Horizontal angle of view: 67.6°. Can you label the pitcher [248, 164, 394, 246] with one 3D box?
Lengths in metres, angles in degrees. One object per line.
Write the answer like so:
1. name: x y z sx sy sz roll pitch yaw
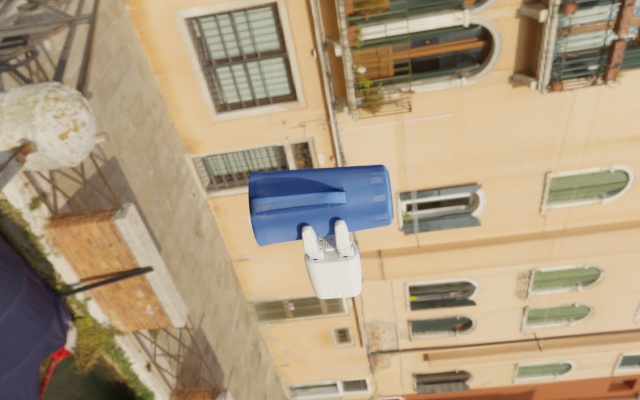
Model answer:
1. pitcher: 0.000 0.003 0.826 0.243 0.145 0.149 -7 40 5
